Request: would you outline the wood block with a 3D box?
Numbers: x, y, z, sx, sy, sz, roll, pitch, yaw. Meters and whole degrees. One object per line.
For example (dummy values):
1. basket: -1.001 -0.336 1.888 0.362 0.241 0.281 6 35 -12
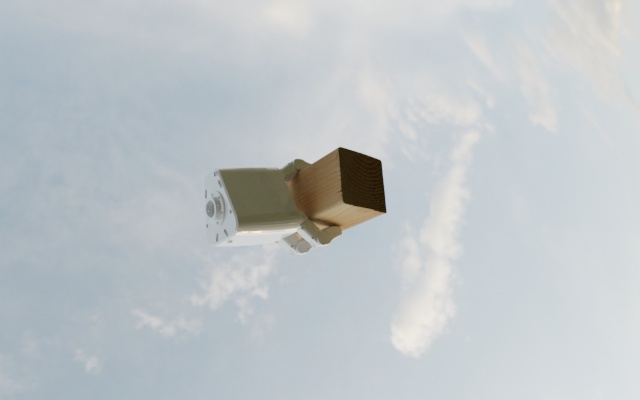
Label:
1. wood block: 0.000 0.002 0.770 0.090 0.090 0.206 13 -26 -36
